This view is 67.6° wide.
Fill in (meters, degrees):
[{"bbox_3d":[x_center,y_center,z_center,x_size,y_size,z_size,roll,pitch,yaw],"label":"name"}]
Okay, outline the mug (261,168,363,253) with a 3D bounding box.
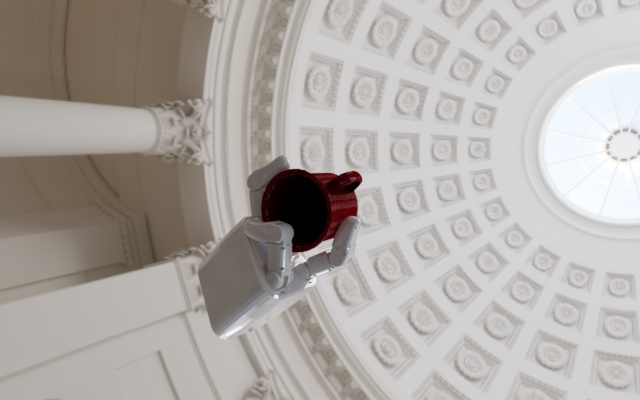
[{"bbox_3d":[0.001,0.001,0.553,0.117,0.093,0.081,-40,-16,27],"label":"mug"}]
